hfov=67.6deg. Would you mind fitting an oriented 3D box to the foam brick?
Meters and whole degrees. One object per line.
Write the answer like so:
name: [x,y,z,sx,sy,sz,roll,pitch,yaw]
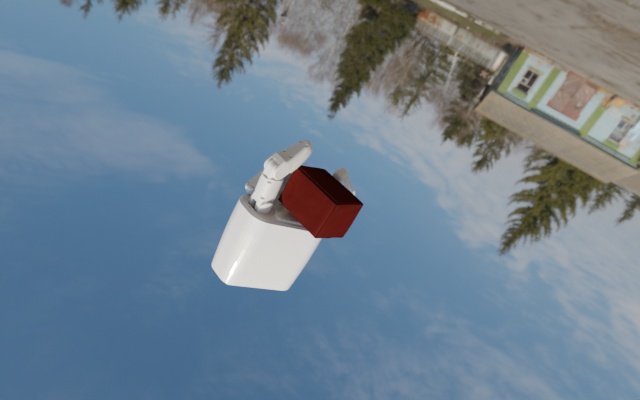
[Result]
foam brick: [0.000,0.002,0.560,0.053,0.051,0.078,4,32,-50]
